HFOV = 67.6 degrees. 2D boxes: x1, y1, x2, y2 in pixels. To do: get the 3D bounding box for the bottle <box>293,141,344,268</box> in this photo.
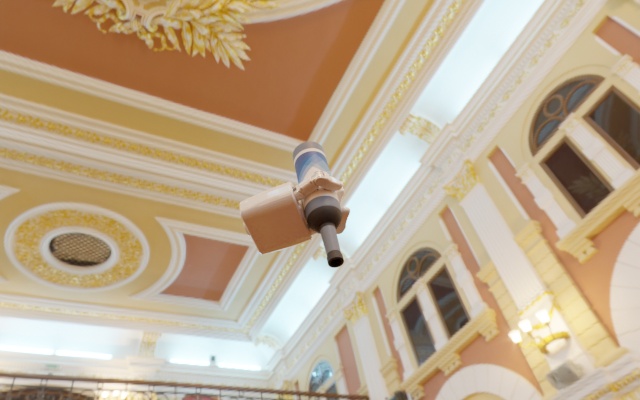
[{"bbox_3d":[0.000,0.003,0.891,0.069,0.069,0.295,0,43,-14],"label":"bottle"}]
